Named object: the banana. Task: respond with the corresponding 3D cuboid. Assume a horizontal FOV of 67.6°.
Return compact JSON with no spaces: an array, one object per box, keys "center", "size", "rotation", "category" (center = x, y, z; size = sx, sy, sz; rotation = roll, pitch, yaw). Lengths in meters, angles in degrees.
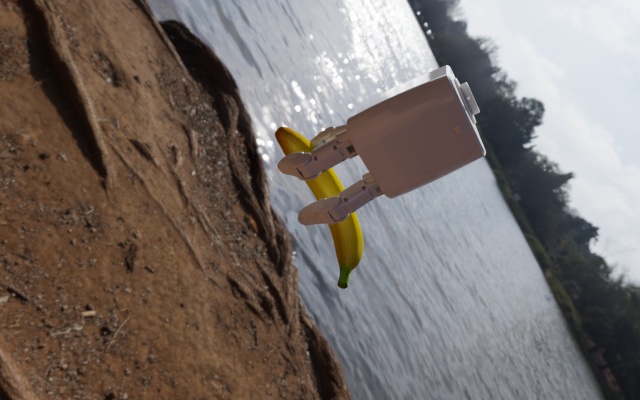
[{"center":[0.008,0.000,0.559],"size":[0.037,0.198,0.069],"rotation":[-21,7,25],"category":"banana"}]
